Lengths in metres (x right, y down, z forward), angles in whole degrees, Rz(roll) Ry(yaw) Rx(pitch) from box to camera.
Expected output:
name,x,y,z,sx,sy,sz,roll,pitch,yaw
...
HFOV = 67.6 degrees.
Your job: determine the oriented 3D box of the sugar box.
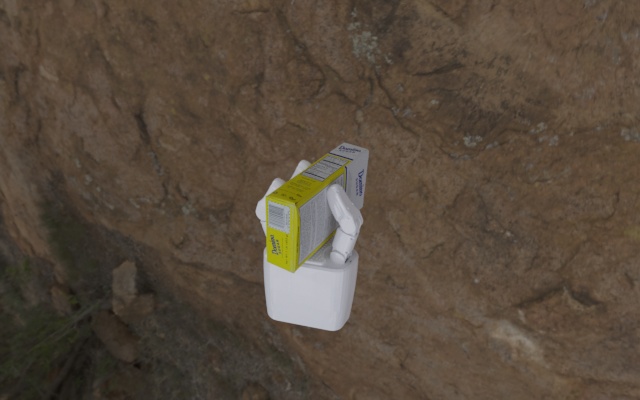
name,x,y,z,sx,sy,sz,roll,pitch,yaw
sugar box,0.000,0.002,0.591,0.048,0.093,0.176,18,34,23
